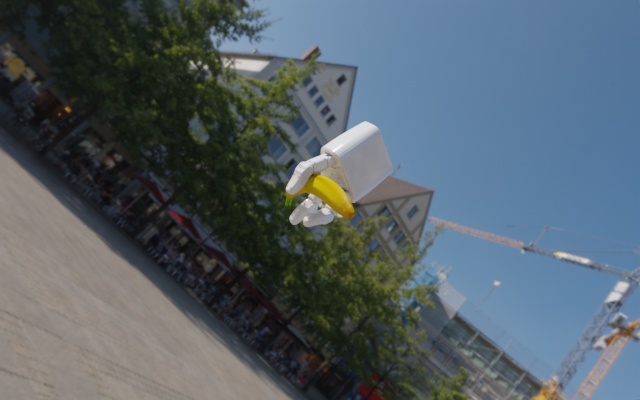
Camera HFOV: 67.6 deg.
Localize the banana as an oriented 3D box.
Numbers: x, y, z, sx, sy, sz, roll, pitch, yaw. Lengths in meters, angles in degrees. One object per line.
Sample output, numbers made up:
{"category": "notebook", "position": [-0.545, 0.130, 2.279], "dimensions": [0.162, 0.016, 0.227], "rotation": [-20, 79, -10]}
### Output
{"category": "banana", "position": [-0.006, -0.015, 0.833], "dimensions": [0.037, 0.070, 0.198], "rotation": [-24, 20, -29]}
